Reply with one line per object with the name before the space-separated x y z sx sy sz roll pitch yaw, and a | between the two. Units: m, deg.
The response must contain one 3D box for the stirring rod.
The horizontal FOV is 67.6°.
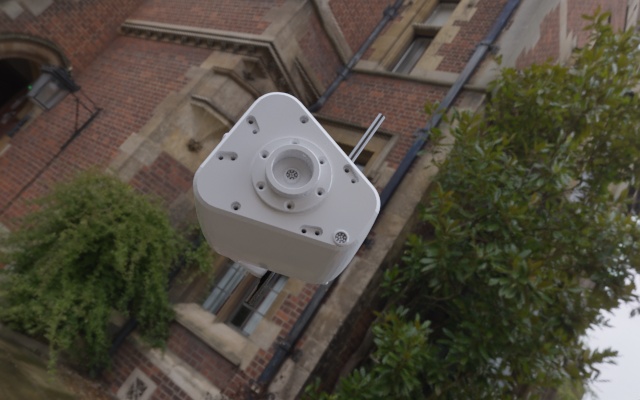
stirring rod | 0.000 0.002 0.475 0.011 0.239 0.011 31 -20 13
